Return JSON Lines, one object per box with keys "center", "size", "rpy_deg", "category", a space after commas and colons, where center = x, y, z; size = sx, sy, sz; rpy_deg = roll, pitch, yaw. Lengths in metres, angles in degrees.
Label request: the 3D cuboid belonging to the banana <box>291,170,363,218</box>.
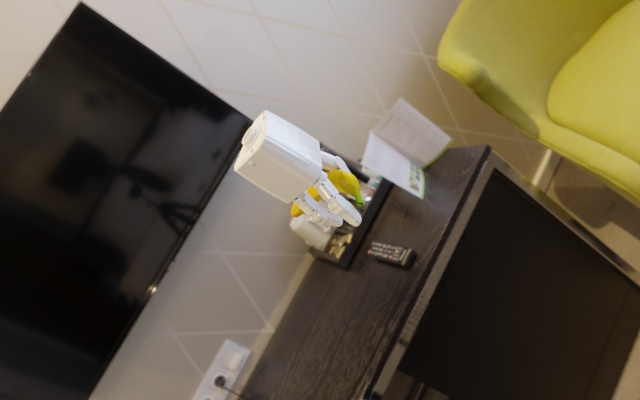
{"center": [0.007, -0.015, 0.828], "size": [0.037, 0.069, 0.198], "rpy_deg": [28, -23, -28], "category": "banana"}
